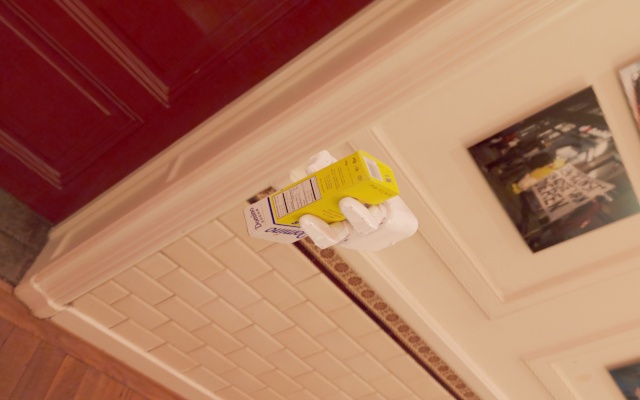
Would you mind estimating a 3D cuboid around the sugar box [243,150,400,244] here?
[{"bbox_3d":[0.000,0.002,0.599,0.176,0.048,0.093,-28,-24,24],"label":"sugar box"}]
